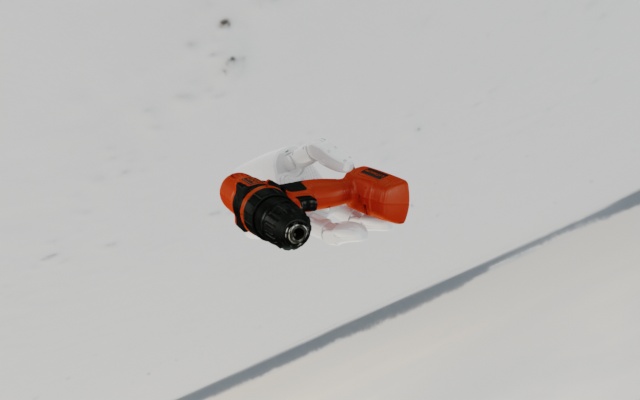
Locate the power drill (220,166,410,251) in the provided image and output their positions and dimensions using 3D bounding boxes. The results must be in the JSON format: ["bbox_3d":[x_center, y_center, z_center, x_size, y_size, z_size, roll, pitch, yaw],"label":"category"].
[{"bbox_3d":[0.000,0.002,0.517,0.187,0.057,0.184,-4,17,-27],"label":"power drill"}]
